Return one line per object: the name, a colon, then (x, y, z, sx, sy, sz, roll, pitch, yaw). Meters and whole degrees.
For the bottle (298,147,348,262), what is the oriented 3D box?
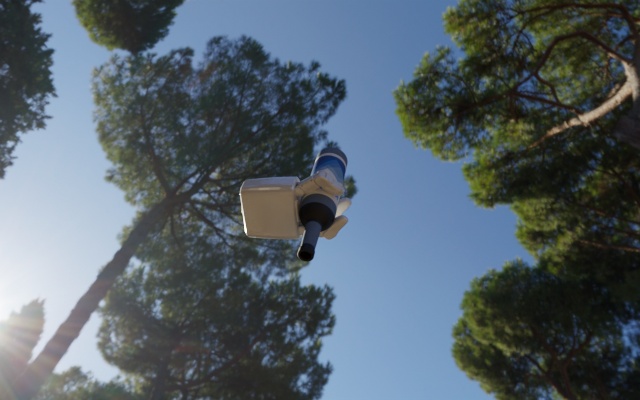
bottle: (0.000, 0.003, 0.895, 0.069, 0.069, 0.295, 0, 37, 12)
